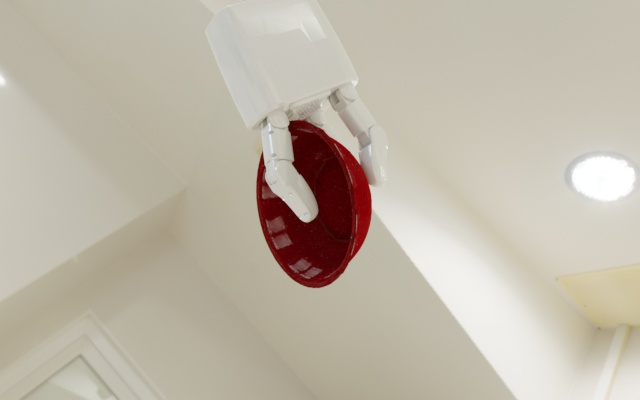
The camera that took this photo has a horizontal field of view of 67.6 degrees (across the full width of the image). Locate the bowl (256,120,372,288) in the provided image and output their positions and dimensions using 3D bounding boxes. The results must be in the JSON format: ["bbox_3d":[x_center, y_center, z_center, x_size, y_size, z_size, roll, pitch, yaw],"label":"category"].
[{"bbox_3d":[0.001,0.003,0.472,0.055,0.162,0.162,-9,5,-37],"label":"bowl"}]
